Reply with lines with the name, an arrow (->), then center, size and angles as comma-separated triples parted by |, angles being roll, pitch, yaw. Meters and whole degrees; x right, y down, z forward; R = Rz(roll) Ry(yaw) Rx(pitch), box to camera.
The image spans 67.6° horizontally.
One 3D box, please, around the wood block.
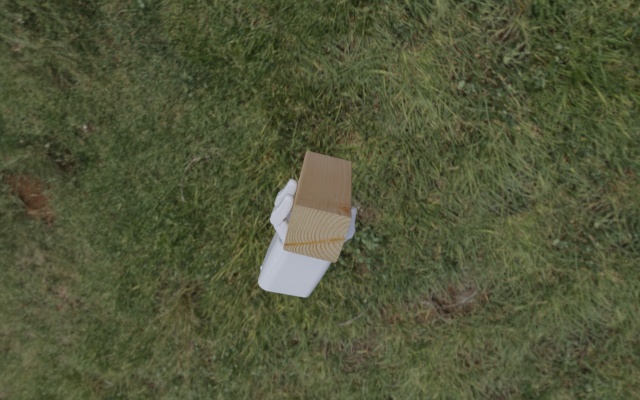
wood block -> 0.000, 0.003, 0.822 | 0.091, 0.090, 0.206 | 14, 29, -4
